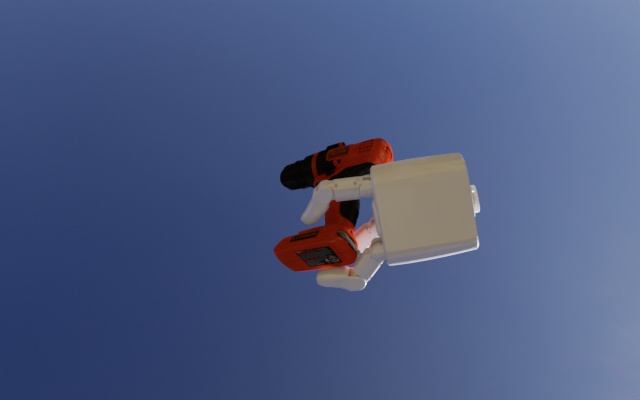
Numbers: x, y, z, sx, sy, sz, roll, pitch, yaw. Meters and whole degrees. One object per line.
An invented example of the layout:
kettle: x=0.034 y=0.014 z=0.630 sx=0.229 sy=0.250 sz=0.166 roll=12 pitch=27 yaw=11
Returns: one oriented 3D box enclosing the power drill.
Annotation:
power drill: x=0.000 y=0.002 z=0.646 sx=0.184 sy=0.187 sz=0.057 roll=-14 pitch=-45 yaw=35
